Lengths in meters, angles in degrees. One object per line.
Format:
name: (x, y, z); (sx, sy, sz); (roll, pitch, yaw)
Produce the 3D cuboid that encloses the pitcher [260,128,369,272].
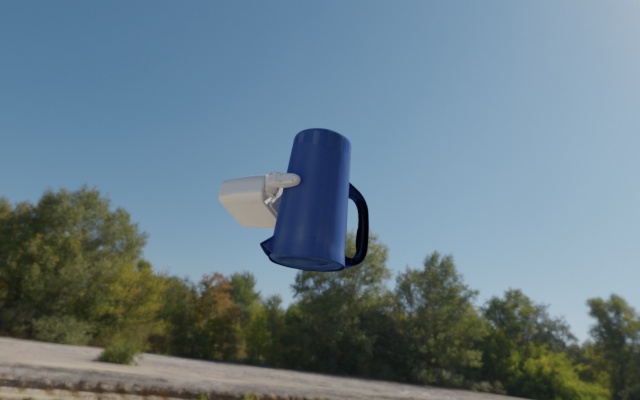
pitcher: (0.000, 0.003, 0.849); (0.145, 0.242, 0.149); (-3, -21, 30)
